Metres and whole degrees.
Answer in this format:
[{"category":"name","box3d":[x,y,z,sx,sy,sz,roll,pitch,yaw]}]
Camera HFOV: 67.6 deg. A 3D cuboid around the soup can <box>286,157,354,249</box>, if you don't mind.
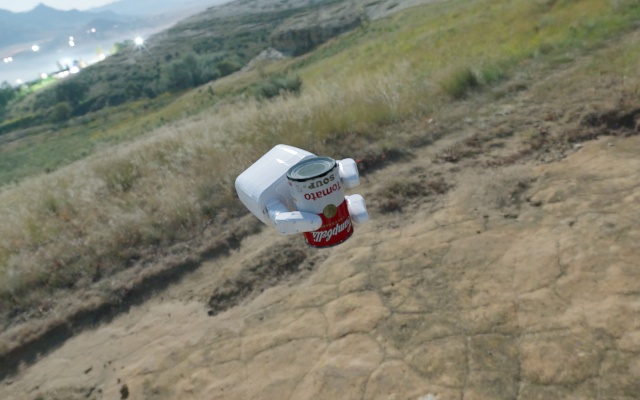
[{"category":"soup can","box3d":[0.000,0.002,0.622,0.068,0.102,0.068,-12,26,6]}]
